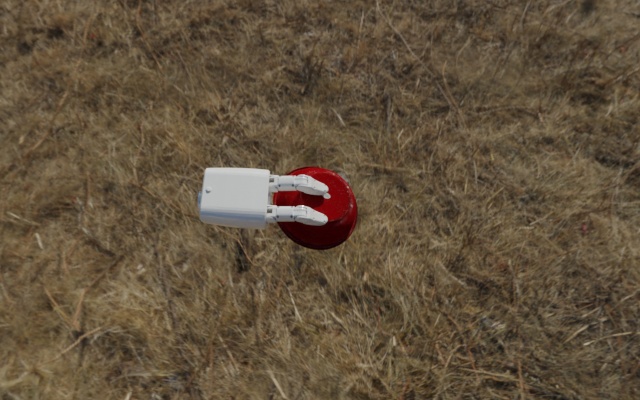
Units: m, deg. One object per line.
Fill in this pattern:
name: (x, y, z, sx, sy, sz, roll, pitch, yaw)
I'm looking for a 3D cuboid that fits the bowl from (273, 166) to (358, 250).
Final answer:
bowl: (0.002, 0.002, 0.840, 0.162, 0.162, 0.055, 0, -21, -20)
